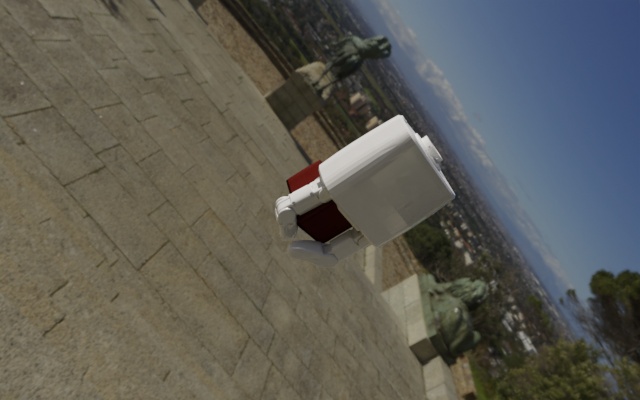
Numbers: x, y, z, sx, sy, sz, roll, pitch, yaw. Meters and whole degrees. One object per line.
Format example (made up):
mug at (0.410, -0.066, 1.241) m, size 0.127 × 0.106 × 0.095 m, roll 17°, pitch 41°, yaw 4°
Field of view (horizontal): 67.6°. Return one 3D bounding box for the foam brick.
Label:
foam brick at (0.000, 0.002, 0.566) m, size 0.051 × 0.078 × 0.053 m, roll -33°, pitch -45°, yaw 15°
